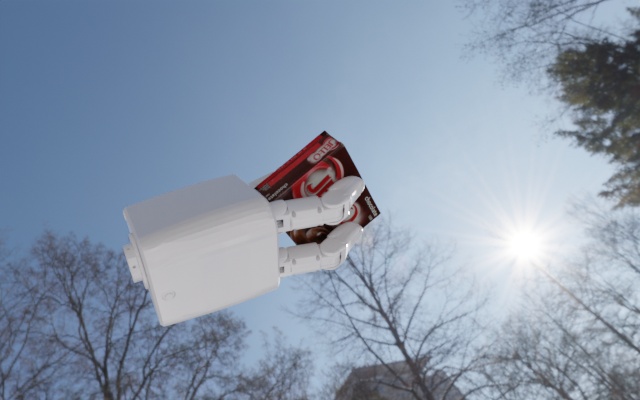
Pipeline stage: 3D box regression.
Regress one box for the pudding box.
[{"bbox_3d":[0.000,0.001,0.467,0.039,0.090,0.114,46,-7,42],"label":"pudding box"}]
